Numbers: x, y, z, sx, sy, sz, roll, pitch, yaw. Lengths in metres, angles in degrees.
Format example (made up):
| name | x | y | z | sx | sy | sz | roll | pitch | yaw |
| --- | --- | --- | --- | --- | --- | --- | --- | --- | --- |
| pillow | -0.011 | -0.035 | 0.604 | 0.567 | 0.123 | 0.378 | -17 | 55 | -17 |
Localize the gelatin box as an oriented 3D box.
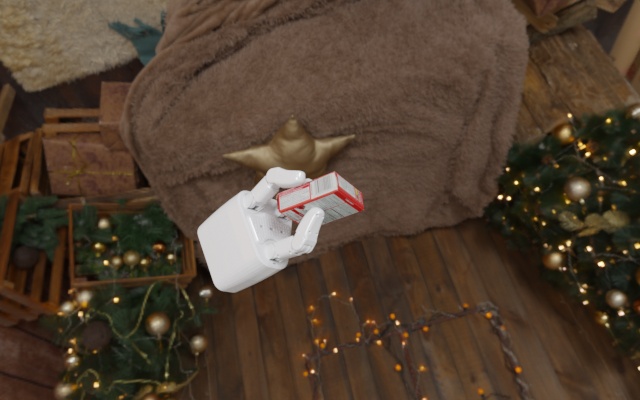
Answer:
| name | x | y | z | sx | sy | sz | roll | pitch | yaw |
| --- | --- | --- | --- | --- | --- | --- | --- | --- | --- |
| gelatin box | 0.000 | 0.002 | 0.612 | 0.089 | 0.030 | 0.073 | -21 | -30 | 24 |
